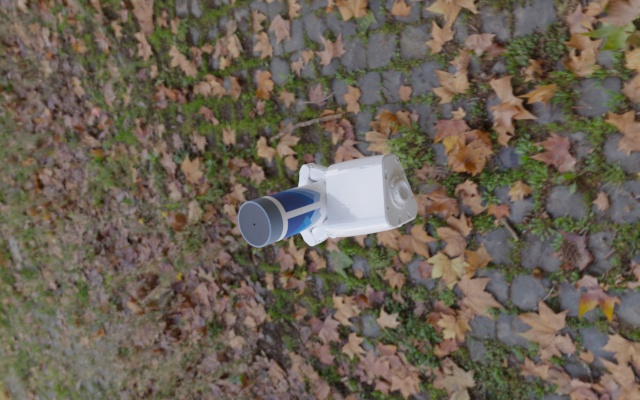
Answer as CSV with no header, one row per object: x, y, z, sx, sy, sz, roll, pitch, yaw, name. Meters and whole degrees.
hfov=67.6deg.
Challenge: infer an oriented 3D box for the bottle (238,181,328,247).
0.000,0.003,0.771,0.069,0.069,0.295,0,12,40,bottle
